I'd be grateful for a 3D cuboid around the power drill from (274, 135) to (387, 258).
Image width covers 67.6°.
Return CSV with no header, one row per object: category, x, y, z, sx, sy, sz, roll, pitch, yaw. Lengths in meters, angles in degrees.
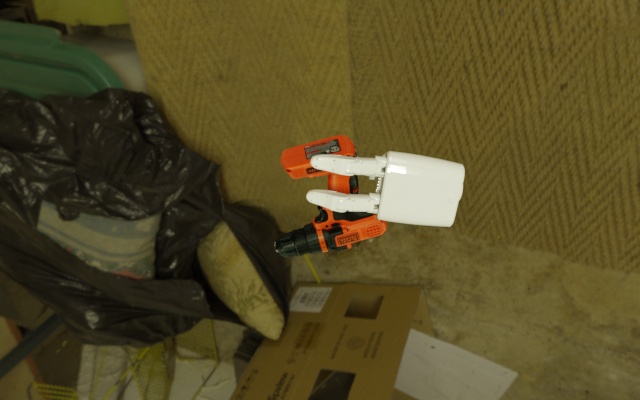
power drill,0.000,0.002,0.726,0.184,0.188,0.057,-16,40,0
